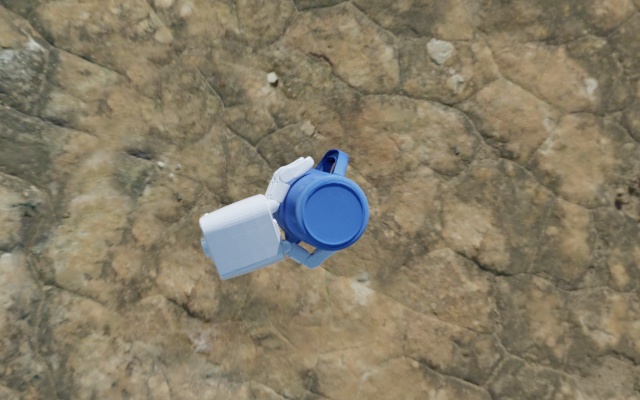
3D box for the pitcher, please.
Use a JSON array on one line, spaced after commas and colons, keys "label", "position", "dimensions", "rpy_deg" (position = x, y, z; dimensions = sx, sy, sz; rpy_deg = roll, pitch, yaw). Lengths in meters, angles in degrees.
[{"label": "pitcher", "position": [0.000, 0.003, 0.778], "dimensions": [0.145, 0.149, 0.243], "rpy_deg": [-20, 6, -9]}]
